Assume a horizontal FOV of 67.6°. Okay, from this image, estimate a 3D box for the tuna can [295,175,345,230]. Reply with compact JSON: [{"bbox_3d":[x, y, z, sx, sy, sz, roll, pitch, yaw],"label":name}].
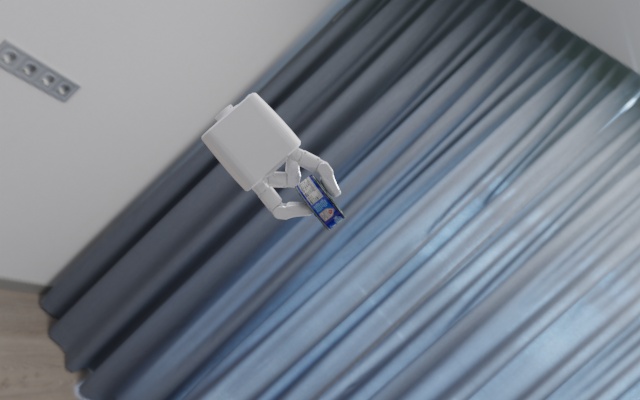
[{"bbox_3d":[0.001,0.002,0.732,0.034,0.086,0.086,-38,-2,3],"label":"tuna can"}]
